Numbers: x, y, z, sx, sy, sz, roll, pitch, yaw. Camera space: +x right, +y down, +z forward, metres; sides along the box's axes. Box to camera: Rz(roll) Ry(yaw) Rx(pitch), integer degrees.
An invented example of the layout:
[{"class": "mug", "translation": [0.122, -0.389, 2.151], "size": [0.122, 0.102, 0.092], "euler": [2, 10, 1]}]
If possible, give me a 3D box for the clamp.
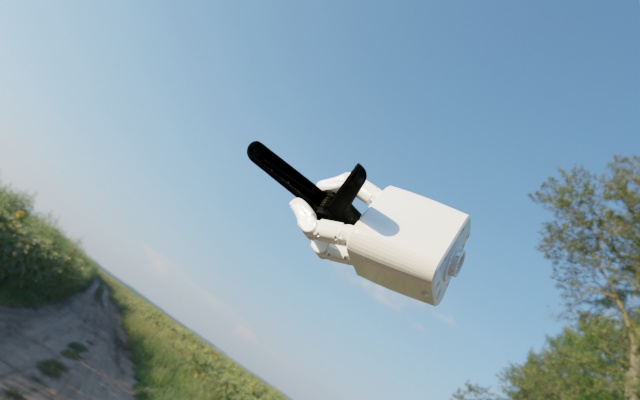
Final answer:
[{"class": "clamp", "translation": [0.001, 0.002, 0.614], "size": [0.164, 0.036, 0.210], "euler": [20, -25, 27]}]
